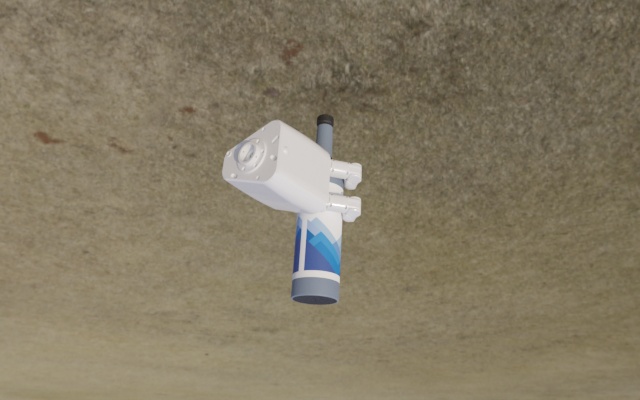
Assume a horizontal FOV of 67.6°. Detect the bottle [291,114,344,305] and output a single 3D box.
[{"bbox_3d":[0.000,0.003,0.715,0.069,0.295,0.069,3,-23,1],"label":"bottle"}]
